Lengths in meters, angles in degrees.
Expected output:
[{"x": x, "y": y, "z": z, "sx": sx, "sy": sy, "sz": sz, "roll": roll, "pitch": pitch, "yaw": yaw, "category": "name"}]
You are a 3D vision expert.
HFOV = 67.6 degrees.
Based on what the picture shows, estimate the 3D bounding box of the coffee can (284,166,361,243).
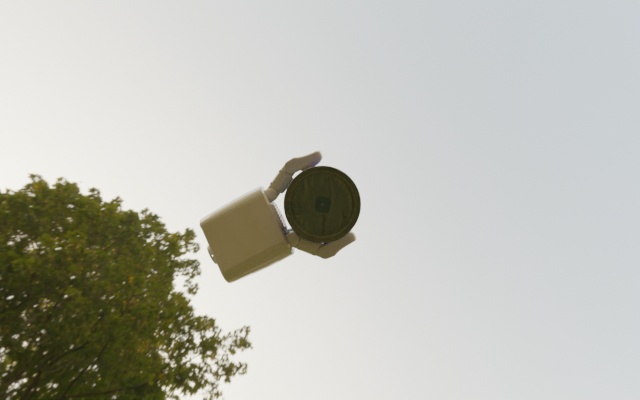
[{"x": 0.000, "y": 0.002, "z": 0.698, "sx": 0.103, "sy": 0.103, "sz": 0.140, "roll": 0, "pitch": 3, "yaw": -2, "category": "coffee can"}]
